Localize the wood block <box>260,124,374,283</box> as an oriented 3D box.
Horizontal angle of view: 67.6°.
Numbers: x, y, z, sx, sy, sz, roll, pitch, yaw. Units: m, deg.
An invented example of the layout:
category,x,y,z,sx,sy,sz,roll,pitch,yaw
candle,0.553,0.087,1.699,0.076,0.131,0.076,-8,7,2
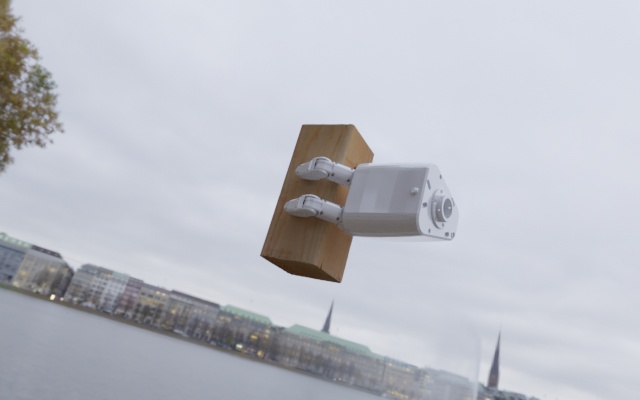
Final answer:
category,x,y,z,sx,sy,sz,roll,pitch,yaw
wood block,0.001,0.002,0.686,0.090,0.206,0.091,5,-23,30
